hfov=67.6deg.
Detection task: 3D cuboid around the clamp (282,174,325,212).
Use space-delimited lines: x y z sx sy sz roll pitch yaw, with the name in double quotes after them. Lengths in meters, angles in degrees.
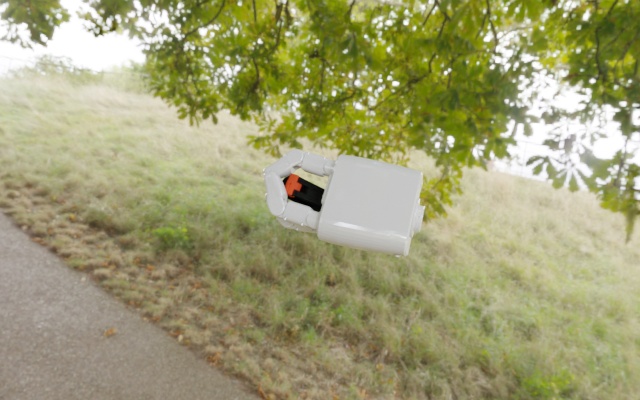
0.000 0.002 0.672 0.120 0.039 0.171 12 -6 14 "clamp"
